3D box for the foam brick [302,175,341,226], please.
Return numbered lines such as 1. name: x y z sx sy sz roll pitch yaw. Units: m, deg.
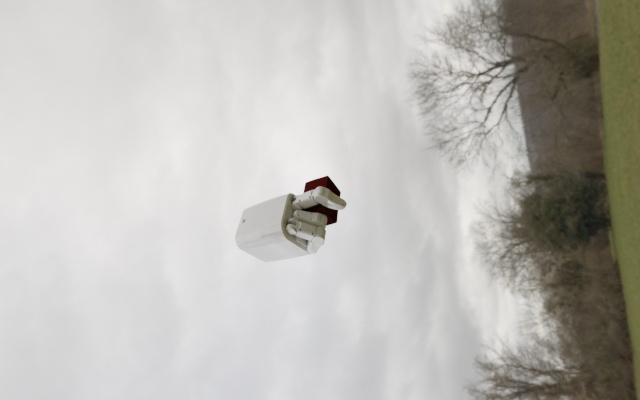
1. foam brick: 0.000 0.003 0.874 0.051 0.078 0.053 -16 -49 26
